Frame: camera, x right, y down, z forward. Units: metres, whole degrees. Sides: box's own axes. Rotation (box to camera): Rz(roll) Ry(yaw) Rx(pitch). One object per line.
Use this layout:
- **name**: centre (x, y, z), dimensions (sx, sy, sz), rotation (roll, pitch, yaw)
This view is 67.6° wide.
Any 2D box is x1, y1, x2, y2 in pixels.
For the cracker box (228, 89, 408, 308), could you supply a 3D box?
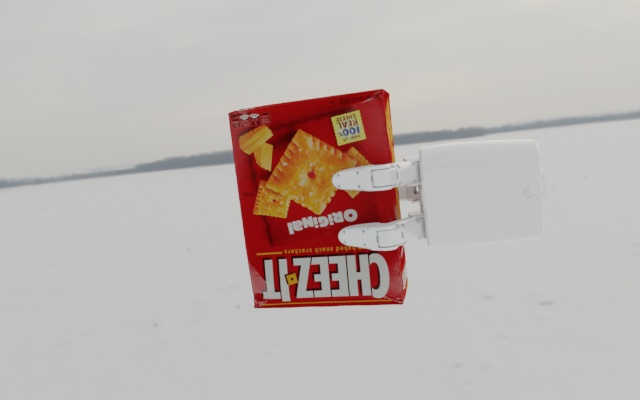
- **cracker box**: centre (0.000, 0.001, 0.504), dimensions (0.164, 0.214, 0.072), rotation (-5, 7, 14)
